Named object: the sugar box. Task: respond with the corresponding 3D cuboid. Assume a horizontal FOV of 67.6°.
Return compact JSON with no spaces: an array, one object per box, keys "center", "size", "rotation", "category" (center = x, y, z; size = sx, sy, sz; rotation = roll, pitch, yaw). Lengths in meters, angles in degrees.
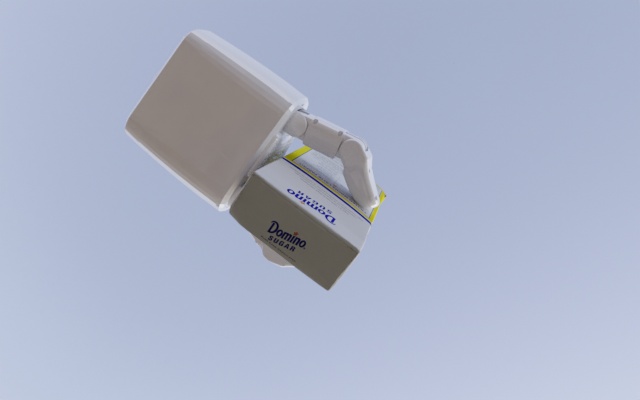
[{"center":[0.000,0.002,0.405],"size":[0.093,0.048,0.176],"rotation":[37,22,3],"category":"sugar box"}]
